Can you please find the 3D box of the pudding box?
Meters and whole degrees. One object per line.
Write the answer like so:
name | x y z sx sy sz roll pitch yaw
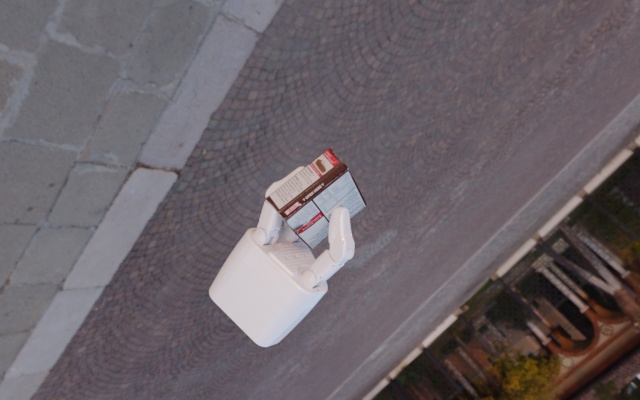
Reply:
pudding box | 0.000 0.002 0.543 0.090 0.039 0.113 -39 -25 -2
